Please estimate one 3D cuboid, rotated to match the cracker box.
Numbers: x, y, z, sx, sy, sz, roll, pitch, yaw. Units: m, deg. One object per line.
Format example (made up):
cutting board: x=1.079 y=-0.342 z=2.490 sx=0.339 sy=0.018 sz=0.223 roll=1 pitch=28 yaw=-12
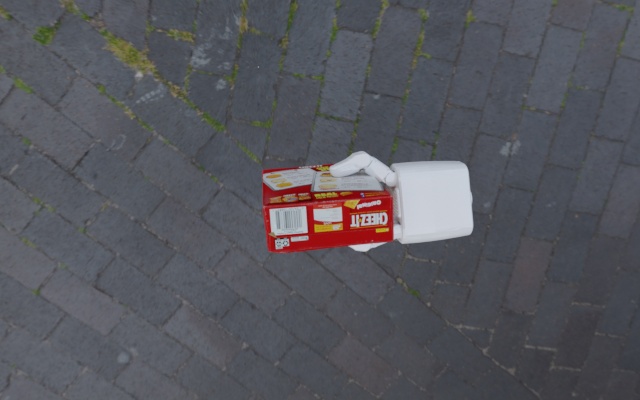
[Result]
cracker box: x=0.000 y=0.002 z=0.692 sx=0.164 sy=0.072 sz=0.213 roll=-5 pitch=16 yaw=-6
